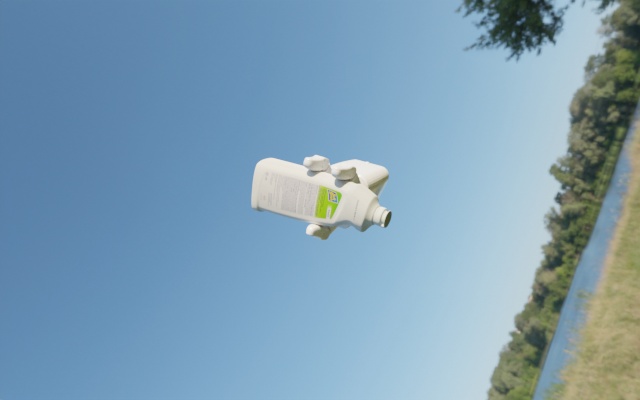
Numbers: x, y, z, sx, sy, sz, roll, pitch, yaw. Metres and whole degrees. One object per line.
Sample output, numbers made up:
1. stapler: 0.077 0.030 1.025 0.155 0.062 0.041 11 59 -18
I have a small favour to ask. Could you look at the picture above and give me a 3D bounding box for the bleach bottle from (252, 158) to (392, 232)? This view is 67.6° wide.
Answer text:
1. bleach bottle: 0.000 0.003 0.817 0.251 0.103 0.068 18 23 27
